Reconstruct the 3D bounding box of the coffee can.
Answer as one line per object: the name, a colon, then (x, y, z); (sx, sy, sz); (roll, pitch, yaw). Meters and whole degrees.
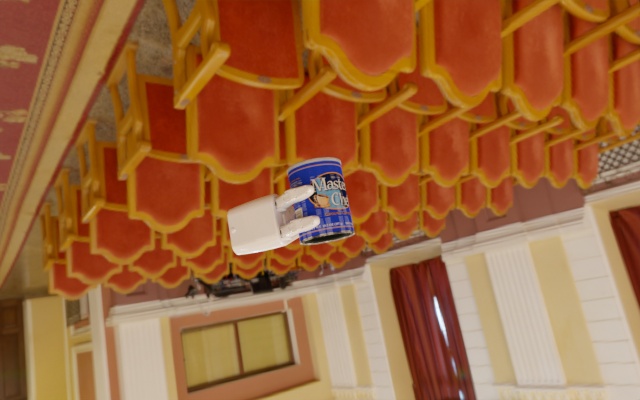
coffee can: (0.000, 0.003, 0.879); (0.103, 0.140, 0.103); (-10, -12, -2)
